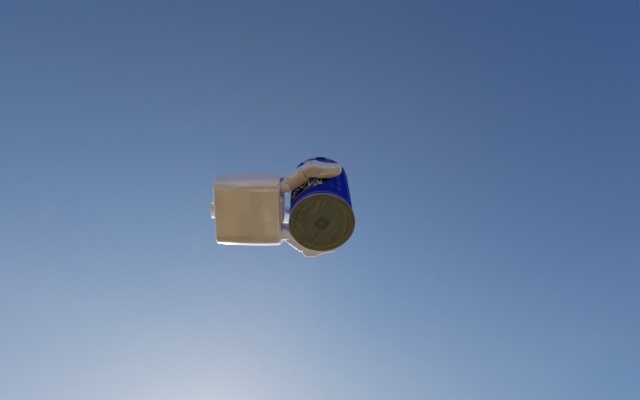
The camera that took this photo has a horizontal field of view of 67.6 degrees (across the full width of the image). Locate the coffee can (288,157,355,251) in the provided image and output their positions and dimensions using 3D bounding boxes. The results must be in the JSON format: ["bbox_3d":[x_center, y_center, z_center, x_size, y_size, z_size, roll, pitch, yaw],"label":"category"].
[{"bbox_3d":[0.000,0.003,0.792,0.103,0.103,0.140,0,29,-2],"label":"coffee can"}]
